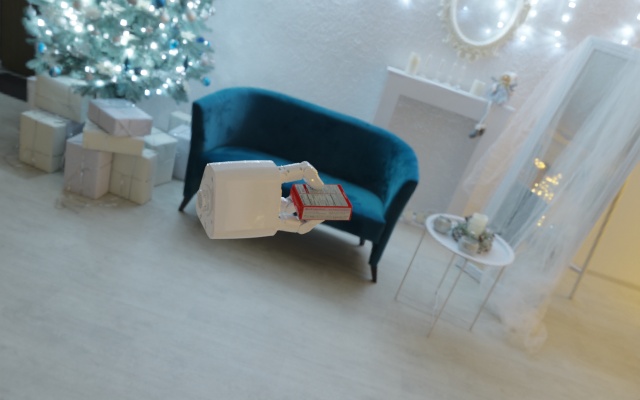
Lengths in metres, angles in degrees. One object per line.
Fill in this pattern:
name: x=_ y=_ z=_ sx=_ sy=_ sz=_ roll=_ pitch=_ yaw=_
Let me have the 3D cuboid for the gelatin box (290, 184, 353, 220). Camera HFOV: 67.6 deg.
gelatin box: x=0.001 y=0.002 z=0.794 sx=0.089 sy=0.030 sz=0.073 roll=0 pitch=32 yaw=-17
